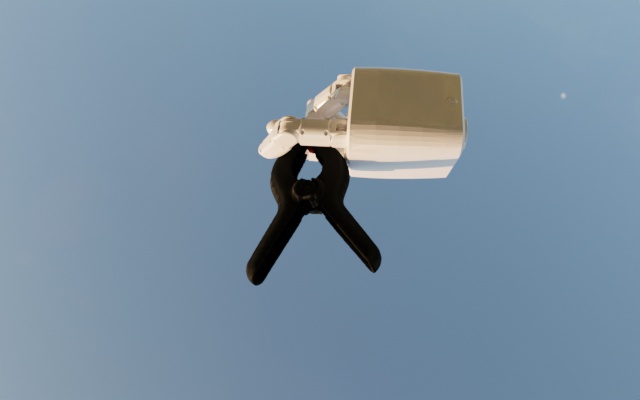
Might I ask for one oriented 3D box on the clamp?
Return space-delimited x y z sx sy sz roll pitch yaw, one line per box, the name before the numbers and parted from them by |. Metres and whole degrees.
clamp | 0.000 0.002 0.456 0.120 0.171 0.039 3 -28 6
